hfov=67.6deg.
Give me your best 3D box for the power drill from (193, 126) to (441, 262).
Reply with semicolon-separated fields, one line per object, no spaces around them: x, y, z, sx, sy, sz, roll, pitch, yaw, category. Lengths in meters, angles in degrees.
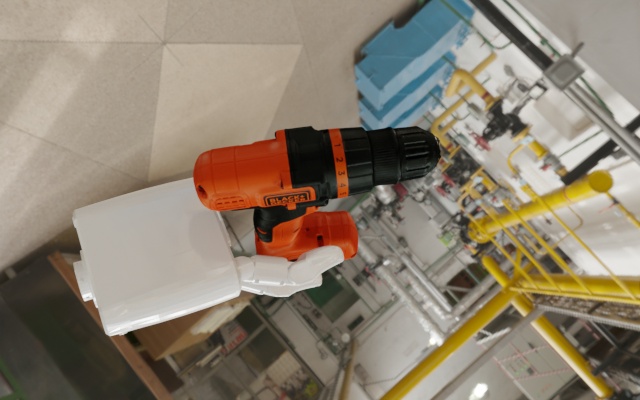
0.000;0.002;0.419;0.184;0.057;0.188;-6;-26;-2;power drill
